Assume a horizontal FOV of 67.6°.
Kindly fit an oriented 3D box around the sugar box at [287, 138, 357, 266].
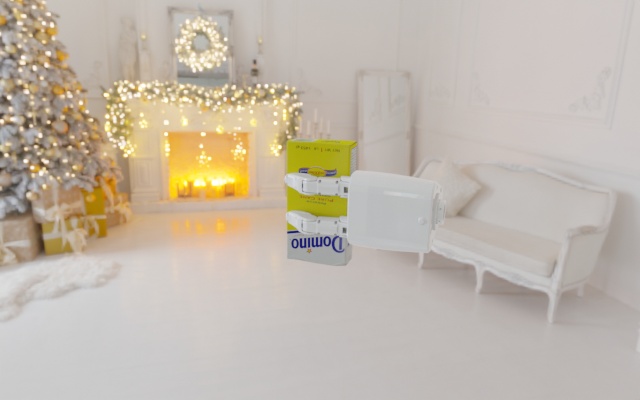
[{"bbox_3d":[0.000,0.002,0.678,0.093,0.176,0.048,6,15,17],"label":"sugar box"}]
